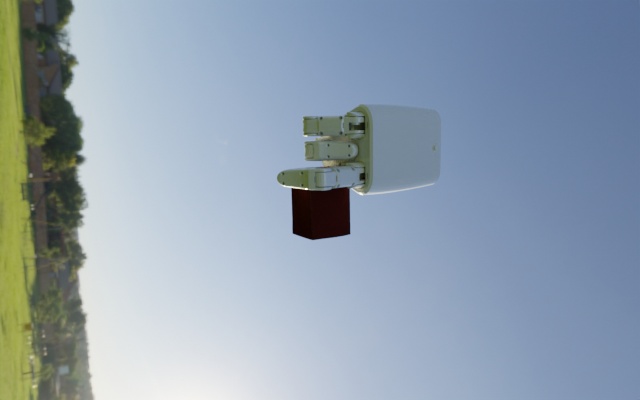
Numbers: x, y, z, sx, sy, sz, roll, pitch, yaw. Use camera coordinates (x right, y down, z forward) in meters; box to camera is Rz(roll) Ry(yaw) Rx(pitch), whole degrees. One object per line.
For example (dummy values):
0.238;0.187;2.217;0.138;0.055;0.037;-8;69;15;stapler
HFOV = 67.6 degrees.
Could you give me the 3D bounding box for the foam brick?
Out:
0.000;0.002;0.547;0.051;0.078;0.053;-6;10;-28;foam brick
